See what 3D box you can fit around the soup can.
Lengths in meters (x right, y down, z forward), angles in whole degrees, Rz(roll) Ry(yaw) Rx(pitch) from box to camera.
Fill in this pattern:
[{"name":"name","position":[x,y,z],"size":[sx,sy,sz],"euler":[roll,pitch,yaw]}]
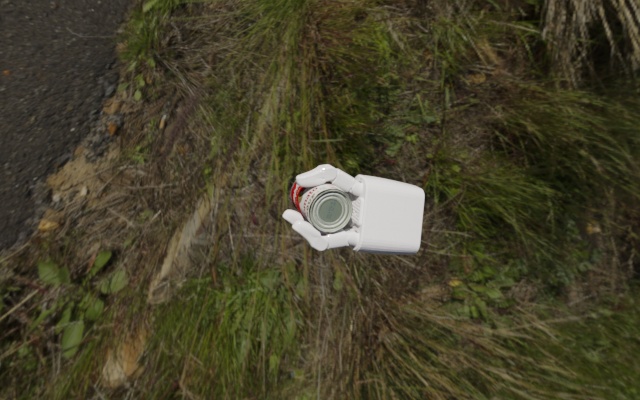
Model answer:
[{"name":"soup can","position":[0.000,0.002,0.723],"size":[0.068,0.068,0.102],"euler":[0,16,-19]}]
